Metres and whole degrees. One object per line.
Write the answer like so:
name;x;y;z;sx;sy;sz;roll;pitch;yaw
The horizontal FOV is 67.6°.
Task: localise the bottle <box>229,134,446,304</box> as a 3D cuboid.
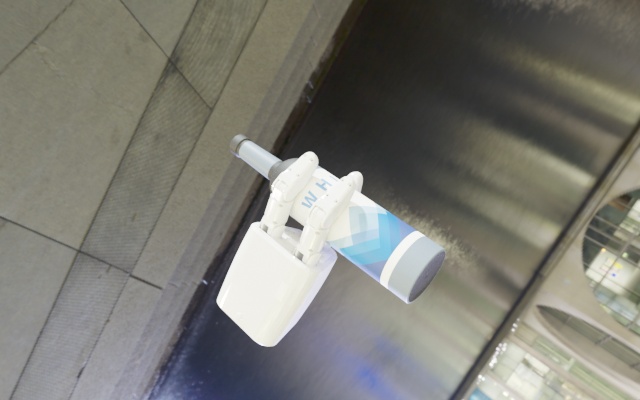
bottle;0.000;0.002;0.546;0.295;0.069;0.069;35;18;27
